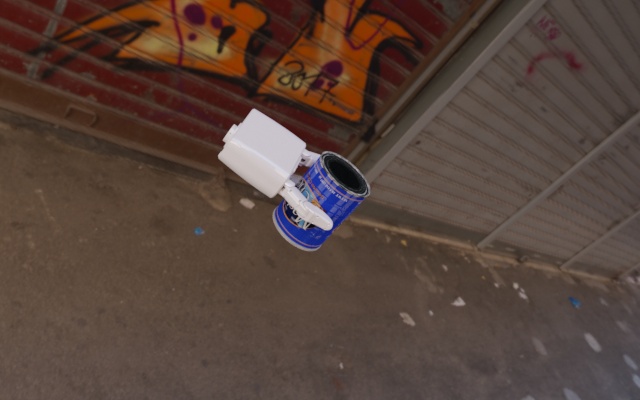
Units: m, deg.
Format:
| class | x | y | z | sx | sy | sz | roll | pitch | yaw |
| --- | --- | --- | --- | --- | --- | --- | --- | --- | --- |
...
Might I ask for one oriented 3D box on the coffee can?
| class | x | y | z | sx | sy | sz | roll | pitch | yaw |
| --- | --- | --- | --- | --- | --- | --- | --- | --- | --- |
| coffee can | 0.000 | 0.003 | 0.802 | 0.103 | 0.102 | 0.140 | 0 | -42 | -53 |
